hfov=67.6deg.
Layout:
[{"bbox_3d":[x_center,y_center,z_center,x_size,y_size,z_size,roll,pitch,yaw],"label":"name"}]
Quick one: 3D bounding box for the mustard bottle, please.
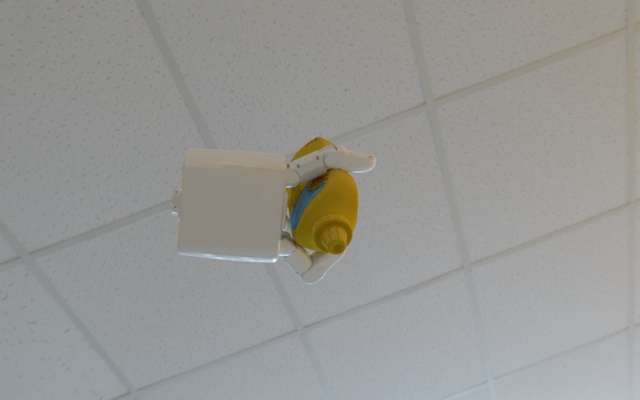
[{"bbox_3d":[0.000,0.002,0.543,0.058,0.096,0.191,28,19,-22],"label":"mustard bottle"}]
